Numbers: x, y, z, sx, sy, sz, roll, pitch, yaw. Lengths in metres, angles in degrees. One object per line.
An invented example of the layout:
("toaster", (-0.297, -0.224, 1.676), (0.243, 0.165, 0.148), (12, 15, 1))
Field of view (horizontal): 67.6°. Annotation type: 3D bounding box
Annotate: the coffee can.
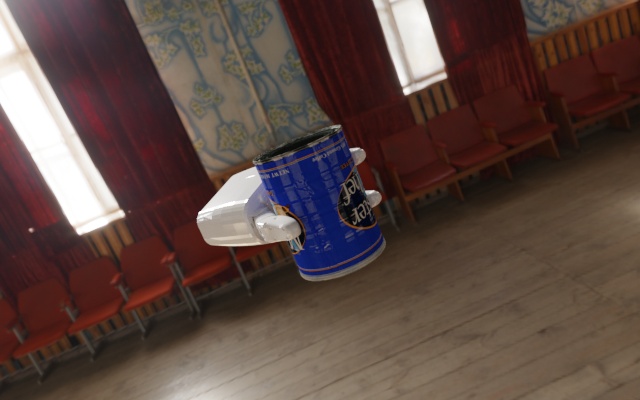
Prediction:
("coffee can", (0.000, 0.002, 0.523), (0.103, 0.140, 0.102), (-21, 14, 5))
